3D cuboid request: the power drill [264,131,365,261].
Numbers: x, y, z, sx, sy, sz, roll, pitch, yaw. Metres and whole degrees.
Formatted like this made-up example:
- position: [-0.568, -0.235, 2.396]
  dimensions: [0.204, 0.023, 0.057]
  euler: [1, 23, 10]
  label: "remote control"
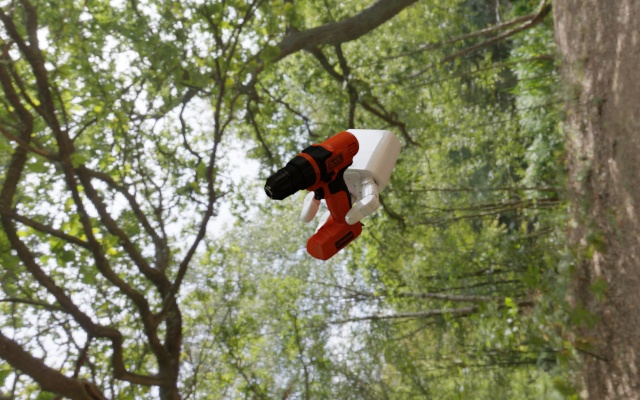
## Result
- position: [0.000, 0.003, 0.767]
  dimensions: [0.184, 0.188, 0.057]
  euler: [-33, 40, -30]
  label: "power drill"
